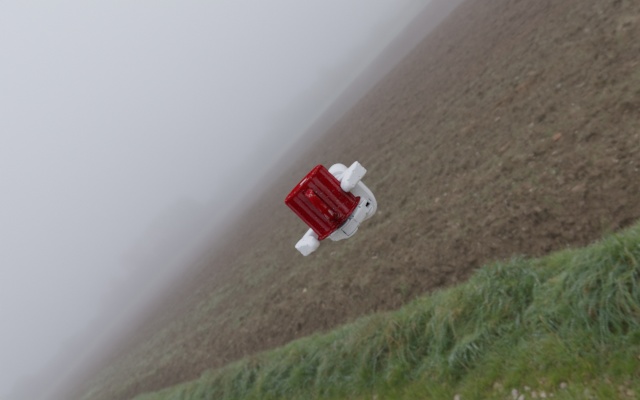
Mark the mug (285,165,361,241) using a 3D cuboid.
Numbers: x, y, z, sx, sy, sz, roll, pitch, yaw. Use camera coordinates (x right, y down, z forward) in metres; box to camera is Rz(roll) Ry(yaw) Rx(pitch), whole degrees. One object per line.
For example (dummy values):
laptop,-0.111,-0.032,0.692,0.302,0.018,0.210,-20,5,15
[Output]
mug,0.000,0.003,0.712,0.081,0.093,0.117,44,8,-7
